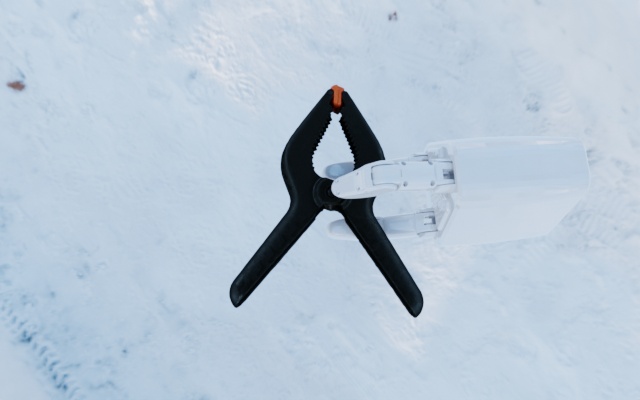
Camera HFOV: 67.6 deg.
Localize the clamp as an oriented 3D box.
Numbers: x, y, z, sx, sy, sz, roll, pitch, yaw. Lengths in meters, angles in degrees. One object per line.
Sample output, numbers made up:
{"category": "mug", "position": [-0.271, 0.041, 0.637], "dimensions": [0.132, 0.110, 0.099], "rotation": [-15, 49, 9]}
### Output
{"category": "clamp", "position": [0.000, 0.001, 0.422], "dimensions": [0.164, 0.210, 0.036], "rotation": [-3, -11, -3]}
